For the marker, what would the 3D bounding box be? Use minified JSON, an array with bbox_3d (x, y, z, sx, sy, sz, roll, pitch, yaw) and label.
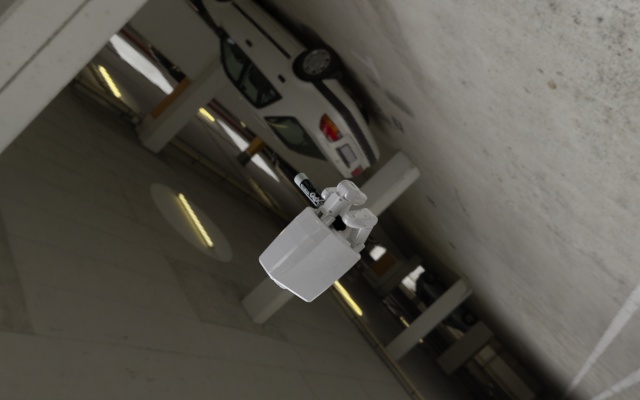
[{"bbox_3d":[0.000,0.002,0.702,0.020,0.020,0.121,0,39,-44],"label":"marker"}]
